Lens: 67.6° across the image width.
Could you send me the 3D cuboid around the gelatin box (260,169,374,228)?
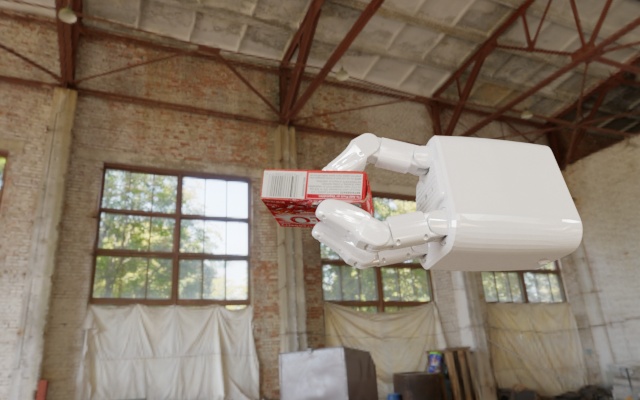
[{"bbox_3d":[0.000,0.001,0.417,0.089,0.030,0.073,2,-21,10],"label":"gelatin box"}]
